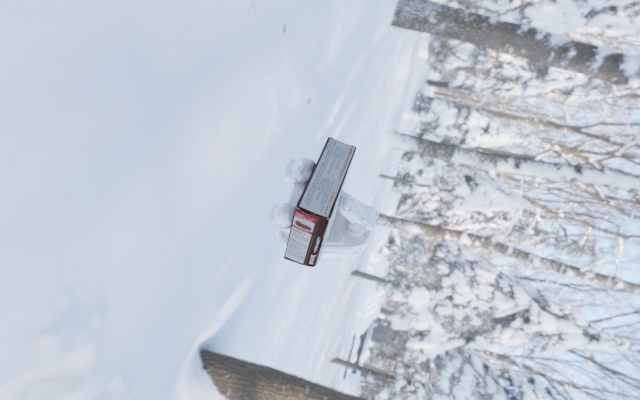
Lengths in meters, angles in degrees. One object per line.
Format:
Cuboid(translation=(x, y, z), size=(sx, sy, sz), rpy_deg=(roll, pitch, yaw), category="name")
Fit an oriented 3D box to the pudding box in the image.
Cuboid(translation=(0.000, 0.002, 0.513), size=(0.039, 0.113, 0.090), rpy_deg=(18, -42, 3), category="pudding box")
